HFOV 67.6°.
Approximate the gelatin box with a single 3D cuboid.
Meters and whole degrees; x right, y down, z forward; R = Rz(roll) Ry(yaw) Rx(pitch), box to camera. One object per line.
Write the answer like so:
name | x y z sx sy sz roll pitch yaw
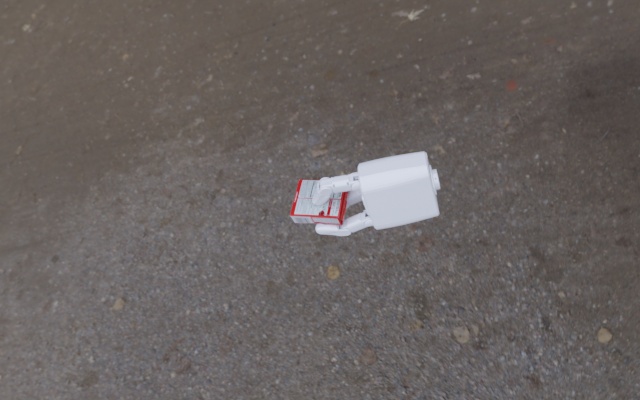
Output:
gelatin box | 0.000 0.002 0.806 0.089 0.073 0.030 2 -30 18
